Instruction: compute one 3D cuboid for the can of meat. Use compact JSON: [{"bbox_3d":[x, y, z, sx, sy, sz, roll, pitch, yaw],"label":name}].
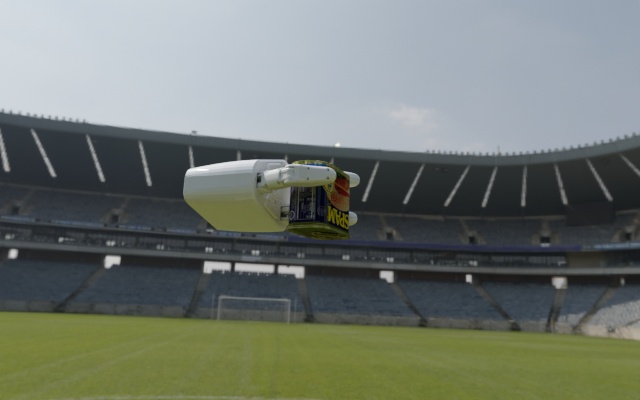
[{"bbox_3d":[0.000,0.002,0.606,0.057,0.084,0.102,-4,-14,24],"label":"can of meat"}]
